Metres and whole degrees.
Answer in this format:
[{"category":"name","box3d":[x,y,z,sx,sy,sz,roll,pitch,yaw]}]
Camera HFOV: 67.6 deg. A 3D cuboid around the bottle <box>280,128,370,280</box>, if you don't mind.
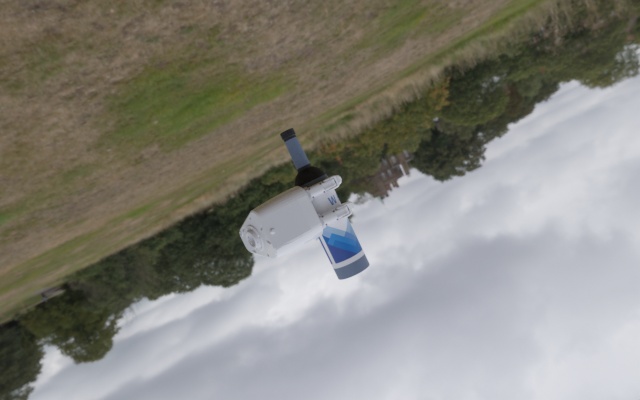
[{"category":"bottle","box3d":[0.000,0.003,0.898,0.069,0.296,0.069,-26,3,2]}]
